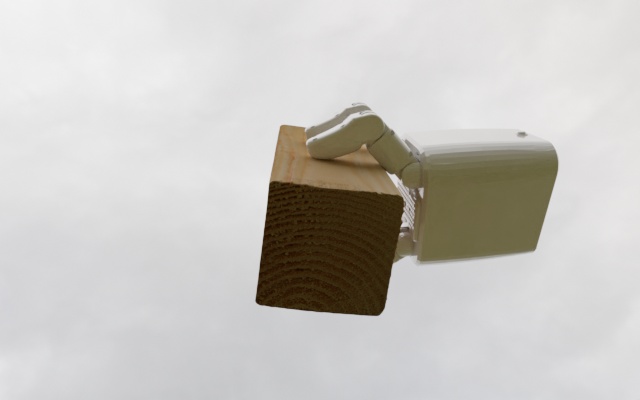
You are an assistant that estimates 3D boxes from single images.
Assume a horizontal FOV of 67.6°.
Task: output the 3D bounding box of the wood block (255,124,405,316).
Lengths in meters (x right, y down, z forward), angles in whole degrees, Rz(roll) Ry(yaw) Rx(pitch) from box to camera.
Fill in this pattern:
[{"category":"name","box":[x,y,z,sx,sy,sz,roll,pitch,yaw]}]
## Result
[{"category":"wood block","box":[0.000,0.002,0.407,0.090,0.091,0.206,6,18,-5]}]
